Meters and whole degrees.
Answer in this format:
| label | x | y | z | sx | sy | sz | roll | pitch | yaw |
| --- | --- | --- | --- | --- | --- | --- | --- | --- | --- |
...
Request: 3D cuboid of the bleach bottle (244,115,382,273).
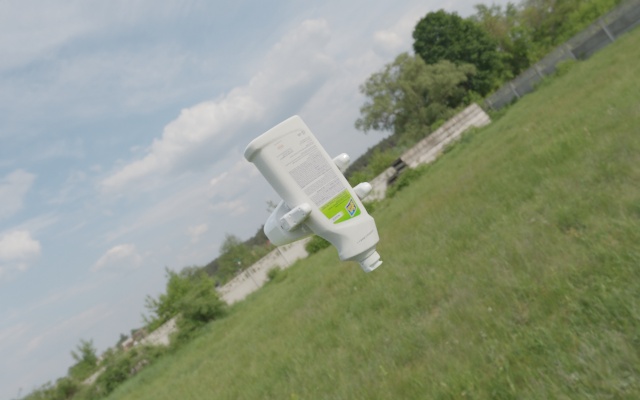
| label | x | y | z | sx | sy | sz | roll | pitch | yaw |
| --- | --- | --- | --- | --- | --- | --- | --- | --- | --- |
| bleach bottle | 0.000 | 0.002 | 0.706 | 0.102 | 0.251 | 0.068 | -36 | -1 | -22 |
